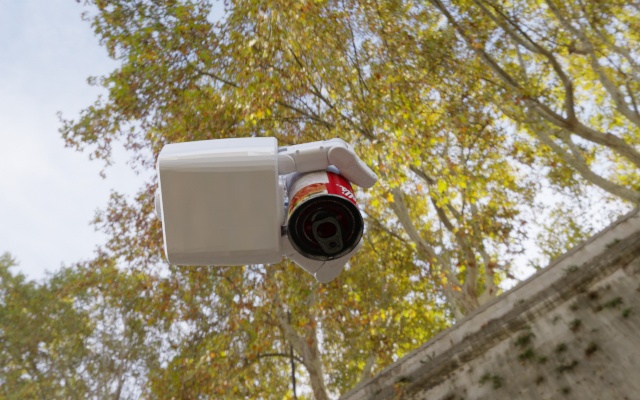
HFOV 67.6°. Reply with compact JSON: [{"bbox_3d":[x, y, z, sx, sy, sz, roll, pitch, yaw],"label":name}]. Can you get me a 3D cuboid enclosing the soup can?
[{"bbox_3d":[0.001,0.001,0.459,0.068,0.068,0.102,0,28,-6],"label":"soup can"}]
